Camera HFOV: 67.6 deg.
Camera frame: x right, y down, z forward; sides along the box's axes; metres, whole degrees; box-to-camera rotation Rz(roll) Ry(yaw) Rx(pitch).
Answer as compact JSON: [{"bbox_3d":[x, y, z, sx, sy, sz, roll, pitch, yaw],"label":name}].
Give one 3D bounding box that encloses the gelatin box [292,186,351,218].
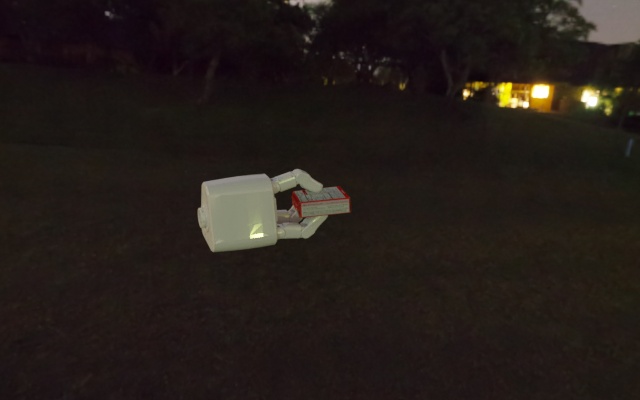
[{"bbox_3d":[0.000,0.002,0.813,0.089,0.030,0.073,-7,17,-10],"label":"gelatin box"}]
